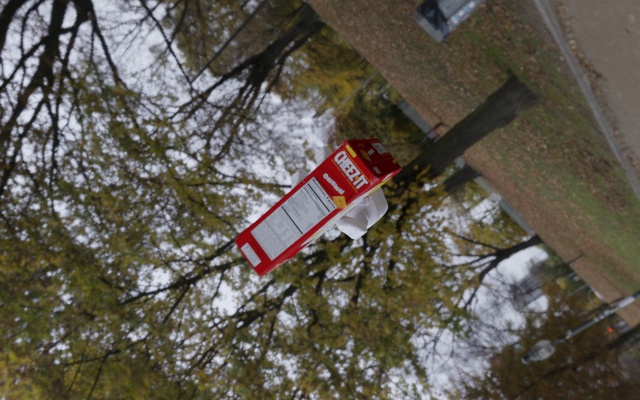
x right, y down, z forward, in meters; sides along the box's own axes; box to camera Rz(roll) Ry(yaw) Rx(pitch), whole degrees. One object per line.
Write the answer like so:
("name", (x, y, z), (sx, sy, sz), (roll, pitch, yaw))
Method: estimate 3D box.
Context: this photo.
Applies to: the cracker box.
("cracker box", (0.000, 0.002, 0.677), (0.214, 0.072, 0.164), (-41, -6, 20))
